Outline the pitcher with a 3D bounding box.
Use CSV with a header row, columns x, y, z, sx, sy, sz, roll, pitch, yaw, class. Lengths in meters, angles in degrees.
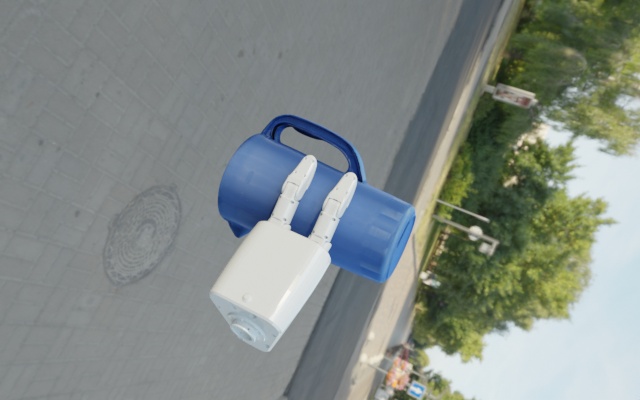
x,y,z,sx,sy,sz,roll,pitch,yaw,class
0.000,0.002,0.634,0.243,0.145,0.149,23,-37,17,pitcher
